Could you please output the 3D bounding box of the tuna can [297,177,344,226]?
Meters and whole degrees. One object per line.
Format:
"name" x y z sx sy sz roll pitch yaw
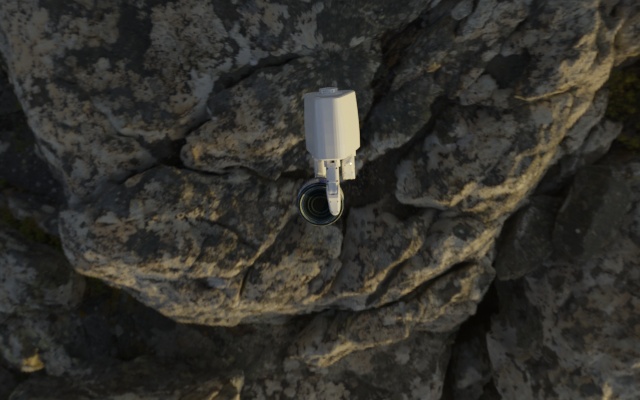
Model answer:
"tuna can" 0.000 0.003 0.871 0.086 0.086 0.033 0 22 1
